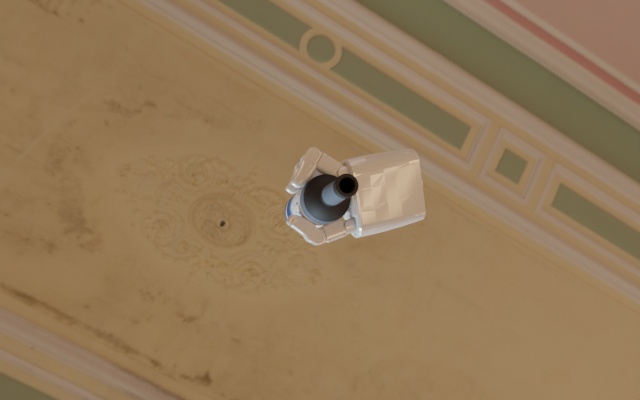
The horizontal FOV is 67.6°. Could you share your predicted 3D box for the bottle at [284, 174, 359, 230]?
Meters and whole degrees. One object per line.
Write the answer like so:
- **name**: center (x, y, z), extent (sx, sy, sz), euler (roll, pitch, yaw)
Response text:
- **bottle**: center (0.000, 0.002, 0.682), extent (0.069, 0.069, 0.296), euler (0, -8, -12)
